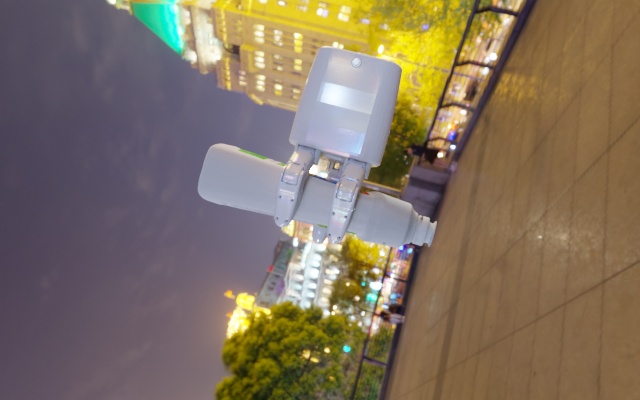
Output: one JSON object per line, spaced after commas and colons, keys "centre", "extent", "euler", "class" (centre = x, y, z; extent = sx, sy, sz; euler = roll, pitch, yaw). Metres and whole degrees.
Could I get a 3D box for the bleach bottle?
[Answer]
{"centre": [0.000, 0.002, 0.528], "extent": [0.251, 0.068, 0.102], "euler": [16, 1, 7], "class": "bleach bottle"}
